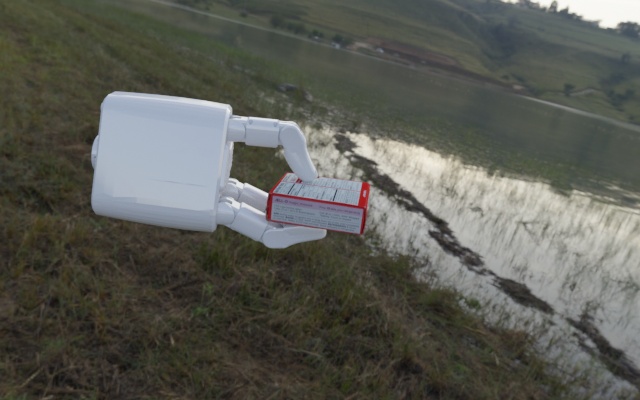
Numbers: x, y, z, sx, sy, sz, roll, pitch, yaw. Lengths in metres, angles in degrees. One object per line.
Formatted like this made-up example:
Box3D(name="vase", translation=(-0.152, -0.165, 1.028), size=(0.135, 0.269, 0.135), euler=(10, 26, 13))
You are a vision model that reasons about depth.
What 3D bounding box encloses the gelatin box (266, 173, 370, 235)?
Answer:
Box3D(name="gelatin box", translation=(0.000, 0.001, 0.448), size=(0.089, 0.030, 0.073), euler=(8, 19, 6))
